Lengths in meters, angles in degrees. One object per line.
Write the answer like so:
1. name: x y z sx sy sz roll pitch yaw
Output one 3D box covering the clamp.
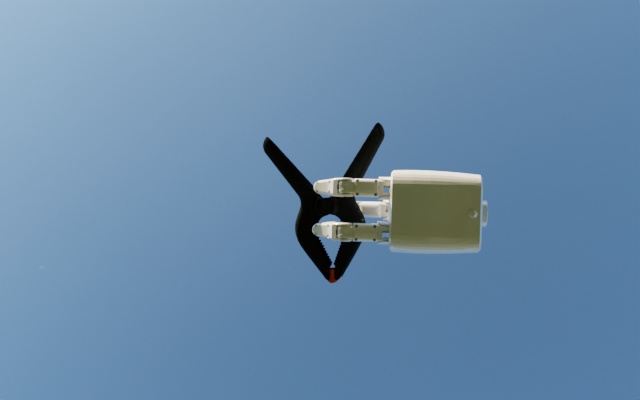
1. clamp: 0.001 0.003 0.636 0.164 0.210 0.036 2 -1 14
